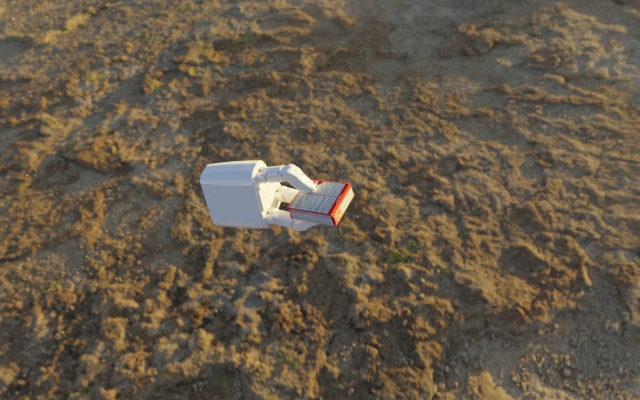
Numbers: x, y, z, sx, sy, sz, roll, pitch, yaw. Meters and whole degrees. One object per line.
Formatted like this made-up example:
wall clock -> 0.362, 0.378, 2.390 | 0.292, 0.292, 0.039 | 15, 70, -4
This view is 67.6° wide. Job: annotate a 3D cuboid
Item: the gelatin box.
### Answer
gelatin box -> 0.000, 0.002, 0.786 | 0.089, 0.030, 0.073 | 7, 48, 32
